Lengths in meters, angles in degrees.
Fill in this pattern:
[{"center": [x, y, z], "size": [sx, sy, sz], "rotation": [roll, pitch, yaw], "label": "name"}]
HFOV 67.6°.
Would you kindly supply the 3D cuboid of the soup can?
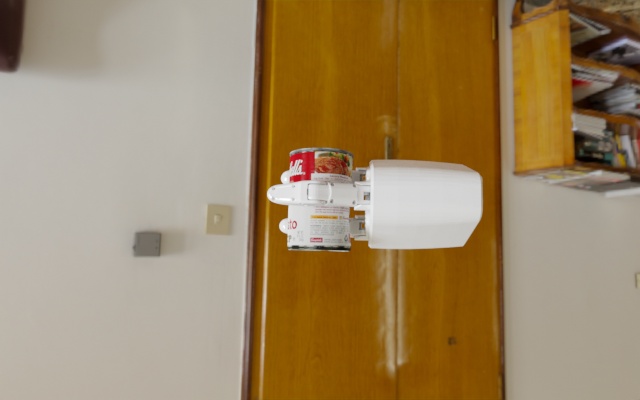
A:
[{"center": [0.000, 0.002, 0.502], "size": [0.068, 0.102, 0.068], "rotation": [1, -6, 0], "label": "soup can"}]
